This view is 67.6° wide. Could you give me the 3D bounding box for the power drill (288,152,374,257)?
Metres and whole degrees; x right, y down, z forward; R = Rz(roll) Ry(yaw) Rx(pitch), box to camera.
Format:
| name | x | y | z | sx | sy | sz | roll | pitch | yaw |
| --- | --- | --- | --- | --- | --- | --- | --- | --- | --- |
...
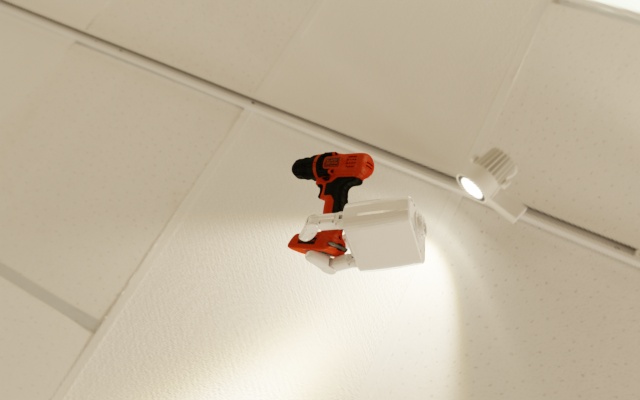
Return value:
| name | x | y | z | sx | sy | sz | roll | pitch | yaw |
| --- | --- | --- | --- | --- | --- | --- | --- | --- | --- |
| power drill | 0.000 | 0.003 | 0.853 | 0.184 | 0.187 | 0.057 | 0 | -19 | 45 |
